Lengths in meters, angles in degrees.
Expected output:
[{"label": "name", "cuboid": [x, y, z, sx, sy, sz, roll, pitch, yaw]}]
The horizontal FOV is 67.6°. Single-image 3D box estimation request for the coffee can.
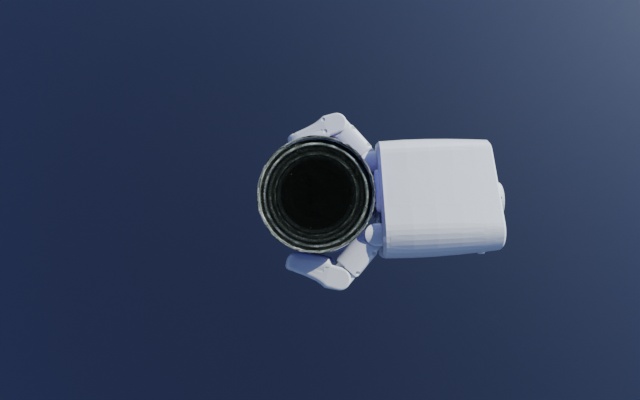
[{"label": "coffee can", "cuboid": [0.000, 0.002, 0.475, 0.103, 0.103, 0.140, 0, -6, 4]}]
